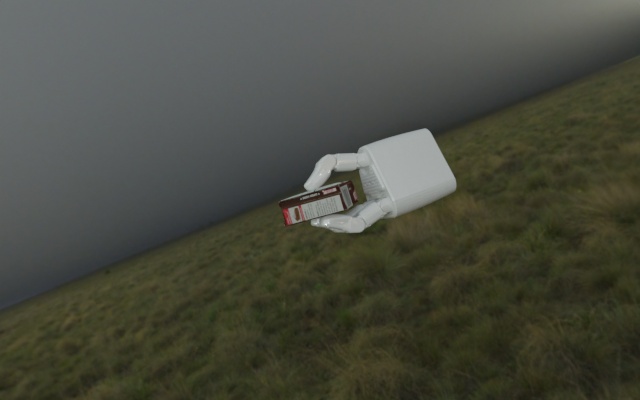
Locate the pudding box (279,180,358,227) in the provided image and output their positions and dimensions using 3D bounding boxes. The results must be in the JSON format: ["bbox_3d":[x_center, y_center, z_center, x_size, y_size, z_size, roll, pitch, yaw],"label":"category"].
[{"bbox_3d":[0.000,0.002,0.674,0.090,0.039,0.113,-16,0,13],"label":"pudding box"}]
